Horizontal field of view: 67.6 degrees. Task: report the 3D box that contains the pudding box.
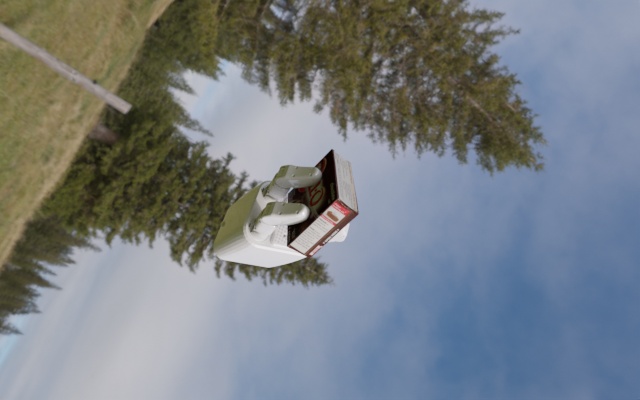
[{"bbox_3d":[0.000,0.002,0.581,0.039,0.090,0.113,32,28,-25],"label":"pudding box"}]
